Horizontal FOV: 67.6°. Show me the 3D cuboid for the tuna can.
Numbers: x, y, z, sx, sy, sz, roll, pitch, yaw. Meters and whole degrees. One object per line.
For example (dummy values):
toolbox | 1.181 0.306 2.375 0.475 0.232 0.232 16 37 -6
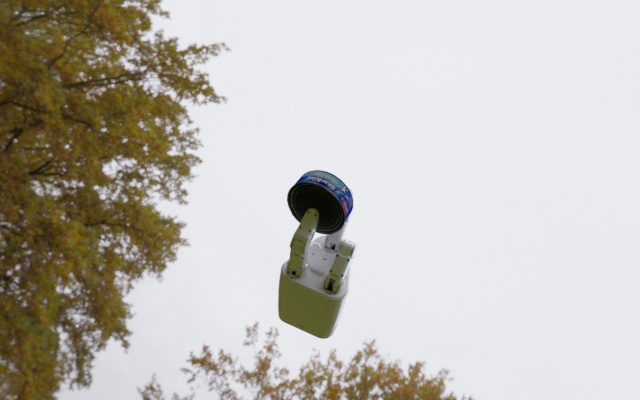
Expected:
tuna can | 0.000 0.002 0.637 0.086 0.086 0.033 0 36 33
